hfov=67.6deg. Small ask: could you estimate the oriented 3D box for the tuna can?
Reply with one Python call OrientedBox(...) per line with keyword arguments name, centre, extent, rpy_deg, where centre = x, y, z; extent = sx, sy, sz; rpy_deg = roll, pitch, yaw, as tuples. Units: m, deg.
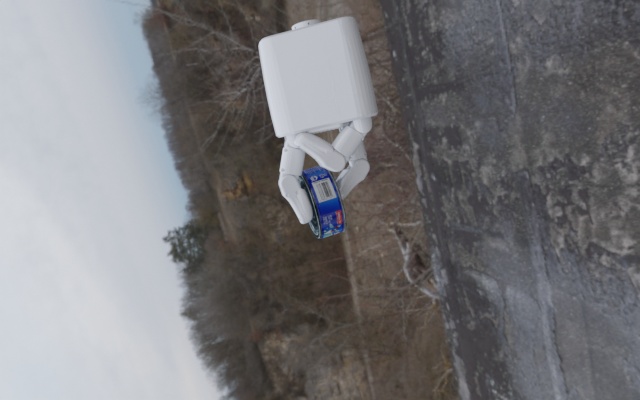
OrientedBox(name="tuna can", centre=(0.000, 0.002, 0.574), extent=(0.034, 0.086, 0.086), rpy_deg=(-17, 3, -11))
